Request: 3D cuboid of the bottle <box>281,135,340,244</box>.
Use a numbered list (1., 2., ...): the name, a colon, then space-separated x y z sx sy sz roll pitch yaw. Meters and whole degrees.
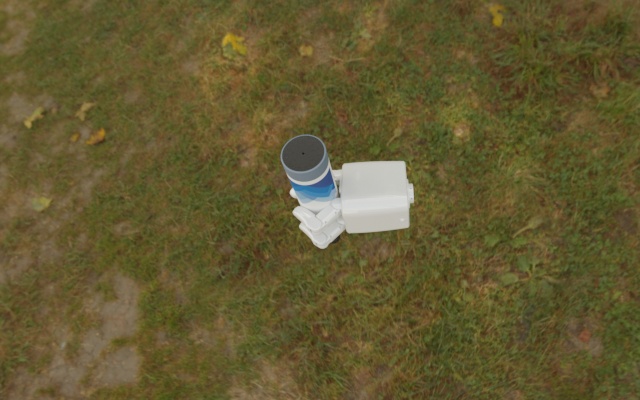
1. bottle: 0.000 0.003 0.807 0.069 0.069 0.296 0 -28 11
